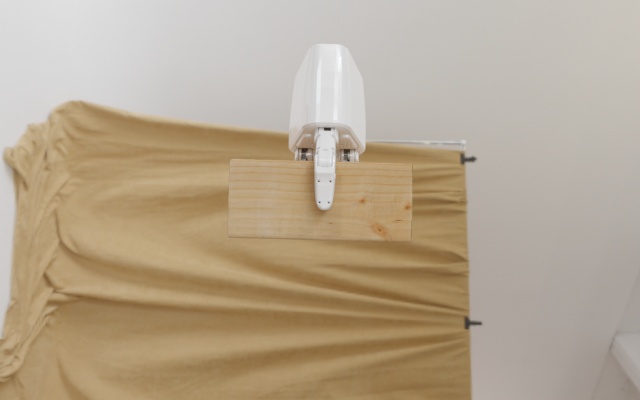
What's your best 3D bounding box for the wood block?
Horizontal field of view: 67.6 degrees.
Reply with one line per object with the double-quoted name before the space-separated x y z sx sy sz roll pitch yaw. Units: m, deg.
"wood block" 0.000 0.001 0.574 0.206 0.090 0.091 1 -2 1
